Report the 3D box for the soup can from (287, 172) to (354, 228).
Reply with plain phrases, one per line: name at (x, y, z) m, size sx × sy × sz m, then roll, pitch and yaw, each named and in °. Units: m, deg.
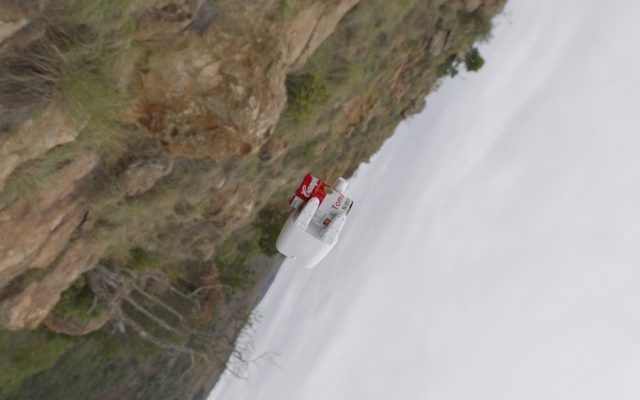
soup can at (0.001, 0.003, 0.868) m, size 0.102 × 0.068 × 0.068 m, roll 32°, pitch -2°, yaw -3°
